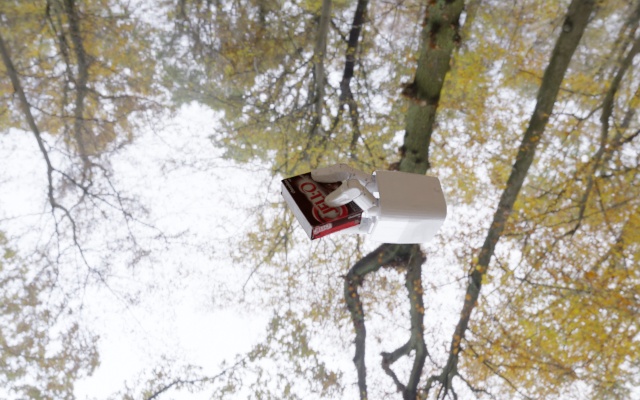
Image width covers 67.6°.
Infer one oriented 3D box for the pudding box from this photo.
[{"bbox_3d":[0.000,0.003,0.747,0.090,0.039,0.113,-17,47,-24],"label":"pudding box"}]
